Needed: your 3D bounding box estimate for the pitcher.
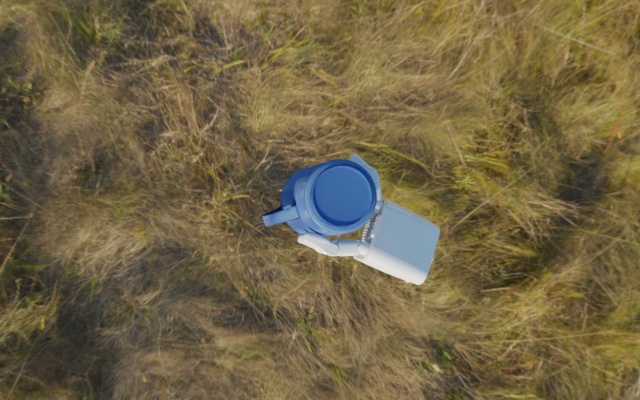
[{"bbox_3d":[0.000,0.003,0.792,0.145,0.149,0.243,27,-7,-8],"label":"pitcher"}]
